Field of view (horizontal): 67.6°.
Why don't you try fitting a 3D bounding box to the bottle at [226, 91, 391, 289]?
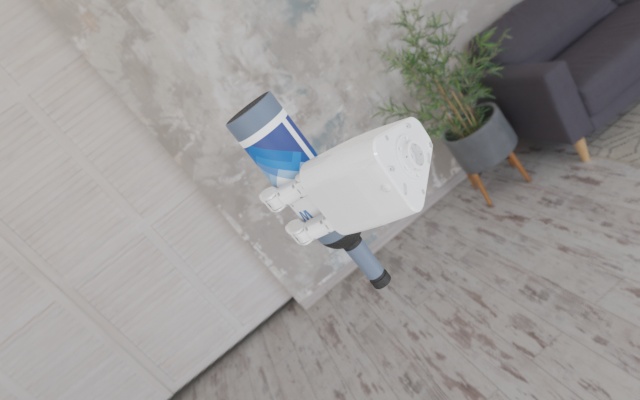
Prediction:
[{"bbox_3d":[0.000,0.002,0.605,0.069,0.296,0.069,-33,20,13],"label":"bottle"}]
